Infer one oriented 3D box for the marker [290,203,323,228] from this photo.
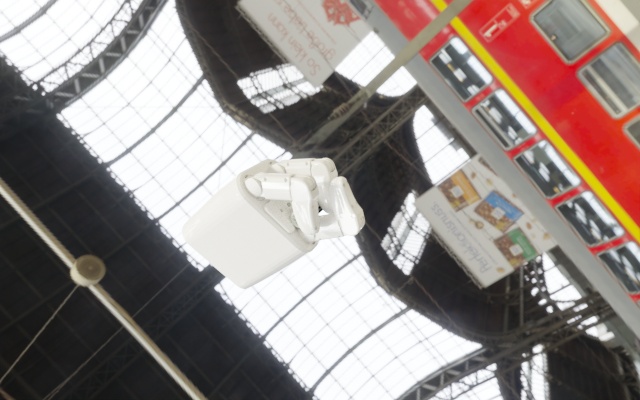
[{"bbox_3d":[0.000,0.002,0.541,0.020,0.020,0.121,0,17,23],"label":"marker"}]
